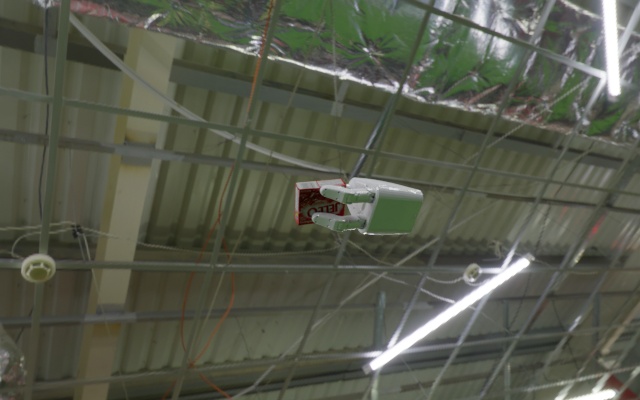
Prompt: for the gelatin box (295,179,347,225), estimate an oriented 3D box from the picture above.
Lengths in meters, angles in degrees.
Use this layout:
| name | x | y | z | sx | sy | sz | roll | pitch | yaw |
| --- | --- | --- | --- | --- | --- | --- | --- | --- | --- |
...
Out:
| name | x | y | z | sx | sy | sz | roll | pitch | yaw |
| --- | --- | --- | --- | --- | --- | --- | --- | --- | --- |
| gelatin box | 0.000 | 0.003 | 0.852 | 0.089 | 0.073 | 0.030 | -6 | 30 | -16 |
